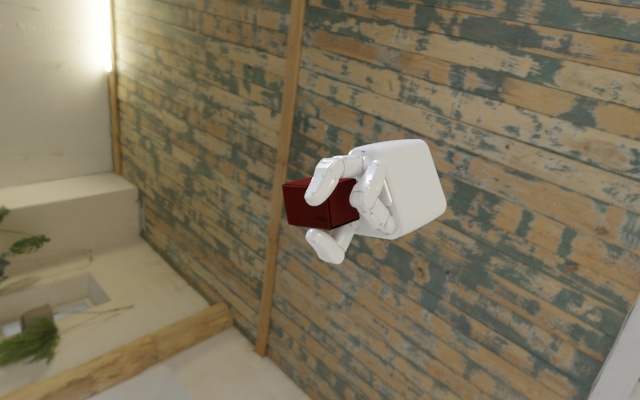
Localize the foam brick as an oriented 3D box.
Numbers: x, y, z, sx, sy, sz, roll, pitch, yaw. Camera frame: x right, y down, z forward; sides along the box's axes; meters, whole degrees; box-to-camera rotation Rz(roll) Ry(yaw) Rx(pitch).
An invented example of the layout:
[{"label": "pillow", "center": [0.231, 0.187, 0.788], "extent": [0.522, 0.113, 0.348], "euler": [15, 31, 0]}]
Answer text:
[{"label": "foam brick", "center": [0.000, 0.002, 0.577], "extent": [0.078, 0.053, 0.051], "euler": [6, 17, 45]}]
